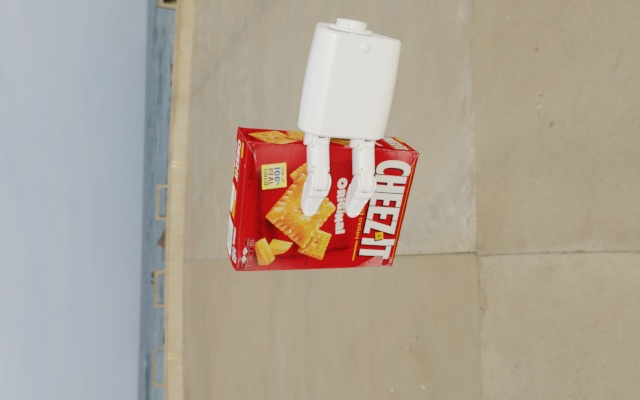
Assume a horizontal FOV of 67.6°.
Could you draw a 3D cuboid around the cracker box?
[{"bbox_3d":[0.000,0.002,0.590,0.214,0.164,0.072,1,23,-20],"label":"cracker box"}]
